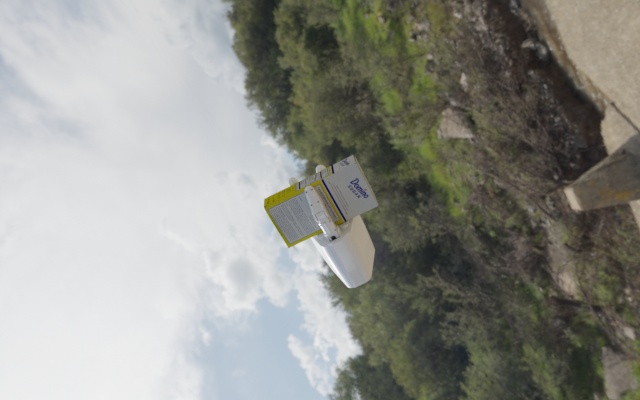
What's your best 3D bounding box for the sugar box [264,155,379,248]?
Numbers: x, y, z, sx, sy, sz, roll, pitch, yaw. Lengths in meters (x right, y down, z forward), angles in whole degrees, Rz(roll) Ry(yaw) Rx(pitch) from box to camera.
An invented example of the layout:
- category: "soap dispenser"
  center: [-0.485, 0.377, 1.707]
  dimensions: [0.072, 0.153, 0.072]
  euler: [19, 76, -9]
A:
- category: "sugar box"
  center: [0.000, 0.003, 0.820]
  dimensions: [0.176, 0.093, 0.048]
  euler: [-26, 26, 7]
